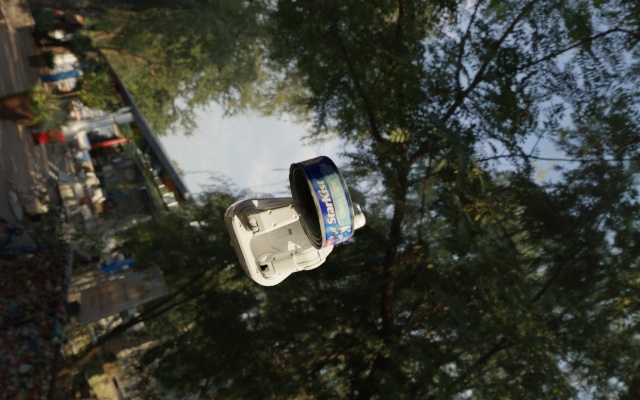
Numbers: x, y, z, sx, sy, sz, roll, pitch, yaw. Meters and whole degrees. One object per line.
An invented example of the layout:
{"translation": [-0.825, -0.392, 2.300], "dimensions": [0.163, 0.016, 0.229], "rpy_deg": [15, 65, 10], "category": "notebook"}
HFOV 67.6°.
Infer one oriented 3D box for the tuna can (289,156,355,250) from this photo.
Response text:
{"translation": [0.001, 0.001, 0.454], "dimensions": [0.034, 0.086, 0.086], "rpy_deg": [-17, 5, -15], "category": "tuna can"}
